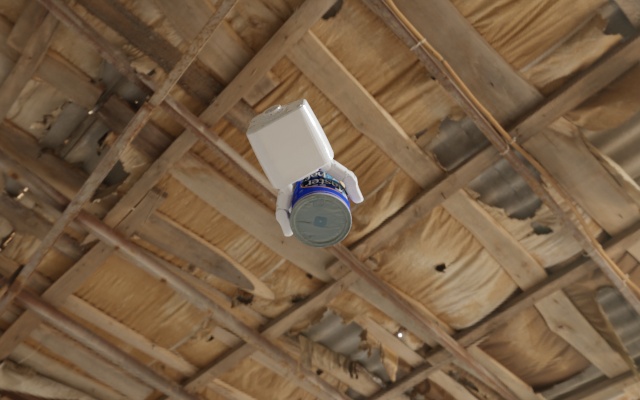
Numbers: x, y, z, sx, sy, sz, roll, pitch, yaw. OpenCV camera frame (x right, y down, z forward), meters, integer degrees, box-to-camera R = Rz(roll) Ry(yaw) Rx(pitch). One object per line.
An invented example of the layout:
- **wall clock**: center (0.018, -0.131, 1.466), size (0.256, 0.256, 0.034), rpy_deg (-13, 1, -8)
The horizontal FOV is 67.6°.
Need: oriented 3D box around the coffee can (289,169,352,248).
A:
- **coffee can**: center (0.000, 0.003, 0.846), size (0.103, 0.103, 0.140), rpy_deg (0, 28, 0)
